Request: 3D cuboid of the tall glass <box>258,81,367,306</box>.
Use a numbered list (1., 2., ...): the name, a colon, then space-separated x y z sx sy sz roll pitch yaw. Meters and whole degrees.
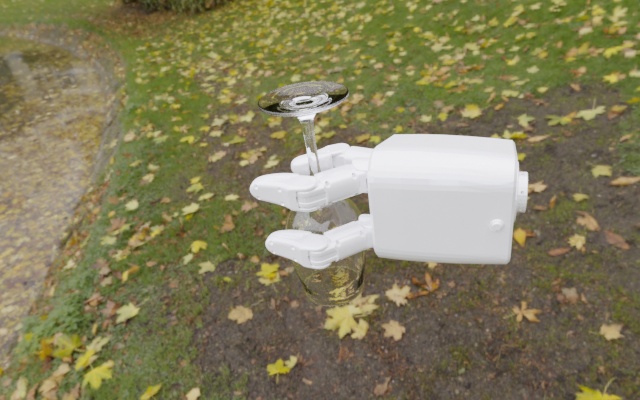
1. tall glass: 0.000 0.001 0.433 0.079 0.201 0.079 -7 31 4
